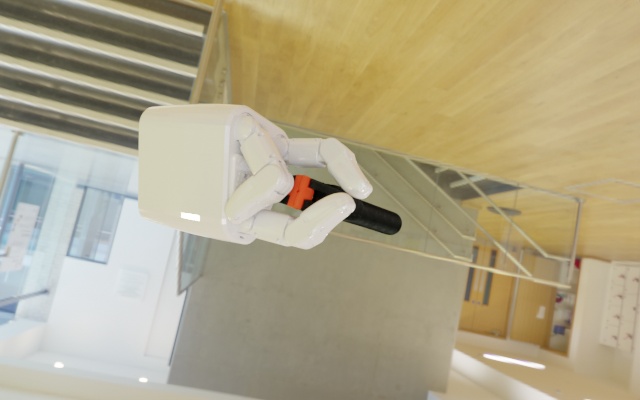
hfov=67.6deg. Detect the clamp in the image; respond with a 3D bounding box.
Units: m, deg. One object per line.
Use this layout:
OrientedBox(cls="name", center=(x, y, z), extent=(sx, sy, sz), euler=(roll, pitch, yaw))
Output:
OrientedBox(cls="clamp", center=(0.000, 0.002, 0.459), extent=(0.120, 0.039, 0.171), euler=(8, -8, 28))
